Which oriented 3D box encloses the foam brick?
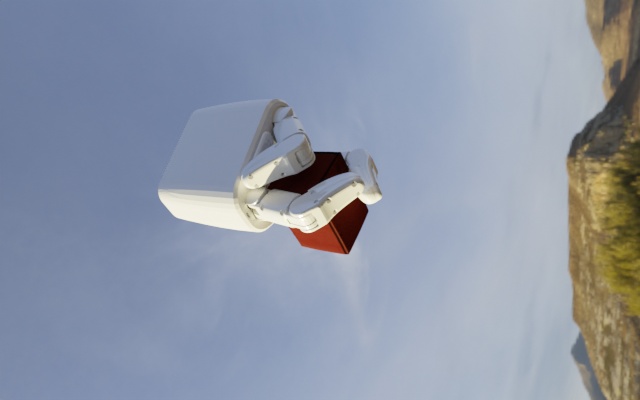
[{"bbox_3d":[0.000,0.002,0.420,0.051,0.053,0.078,4,-41,35],"label":"foam brick"}]
